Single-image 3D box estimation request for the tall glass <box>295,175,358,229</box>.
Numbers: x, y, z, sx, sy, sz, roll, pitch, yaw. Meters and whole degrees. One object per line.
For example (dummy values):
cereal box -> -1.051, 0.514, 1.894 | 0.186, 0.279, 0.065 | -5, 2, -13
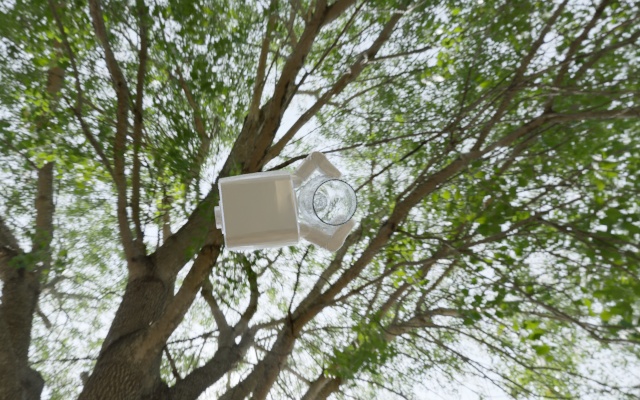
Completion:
tall glass -> 0.000, 0.002, 0.724 | 0.079, 0.079, 0.201 | 0, 0, -12
